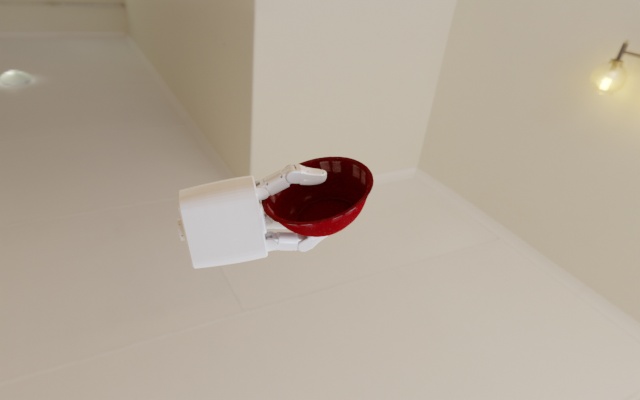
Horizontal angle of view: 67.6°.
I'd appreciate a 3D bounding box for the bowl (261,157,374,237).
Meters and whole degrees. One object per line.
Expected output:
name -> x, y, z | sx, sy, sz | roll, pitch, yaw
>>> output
bowl -> 0.002, 0.002, 0.686 | 0.162, 0.055, 0.162 | -11, 35, 8
